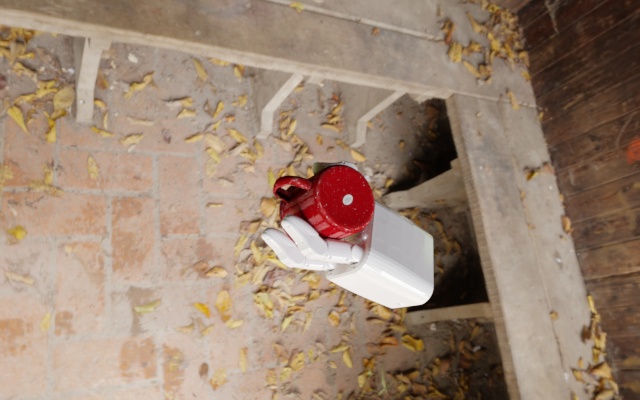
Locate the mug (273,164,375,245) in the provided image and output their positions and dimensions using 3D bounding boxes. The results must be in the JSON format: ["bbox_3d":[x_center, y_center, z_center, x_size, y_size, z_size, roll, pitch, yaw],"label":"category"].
[{"bbox_3d":[-0.001,0.001,0.560,0.117,0.093,0.081,29,-29,-20],"label":"mug"}]
